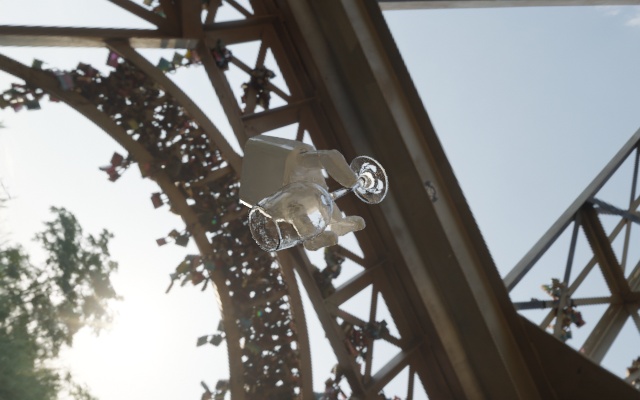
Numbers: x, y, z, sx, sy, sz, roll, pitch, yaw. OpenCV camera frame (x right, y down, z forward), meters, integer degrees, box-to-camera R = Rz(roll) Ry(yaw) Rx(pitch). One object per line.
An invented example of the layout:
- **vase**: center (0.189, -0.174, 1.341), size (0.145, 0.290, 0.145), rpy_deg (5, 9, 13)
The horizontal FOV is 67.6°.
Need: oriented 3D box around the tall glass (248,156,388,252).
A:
- **tall glass**: center (0.001, 0.002, 0.643), size (0.201, 0.079, 0.079), rpy_deg (-25, 16, -39)
